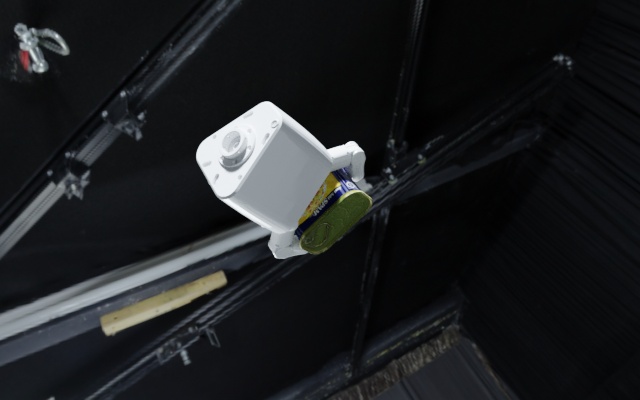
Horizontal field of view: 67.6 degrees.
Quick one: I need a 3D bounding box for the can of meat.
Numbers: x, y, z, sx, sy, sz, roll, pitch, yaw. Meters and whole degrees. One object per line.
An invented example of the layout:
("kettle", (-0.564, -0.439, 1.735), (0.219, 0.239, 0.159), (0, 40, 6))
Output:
("can of meat", (0.000, 0.002, 0.603), (0.057, 0.102, 0.084), (32, 17, -52))
